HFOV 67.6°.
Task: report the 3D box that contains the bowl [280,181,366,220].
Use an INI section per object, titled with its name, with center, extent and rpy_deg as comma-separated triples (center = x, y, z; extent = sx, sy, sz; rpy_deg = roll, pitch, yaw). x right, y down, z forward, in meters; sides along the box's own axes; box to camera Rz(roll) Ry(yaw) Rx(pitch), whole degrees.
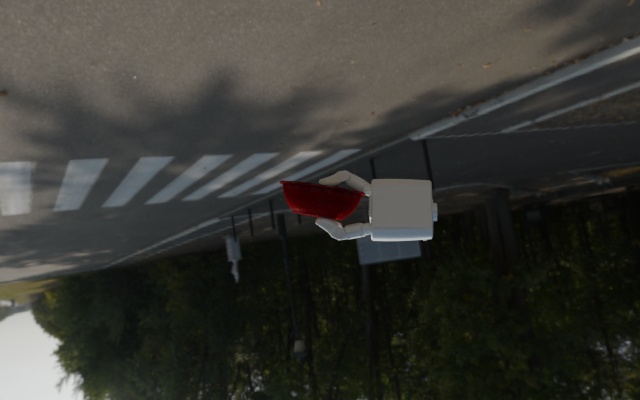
[bowl]
center = -0.001, 0.003, 0.882
extent = 0.162, 0.055, 0.162
rpy_deg = 9, -2, 0
